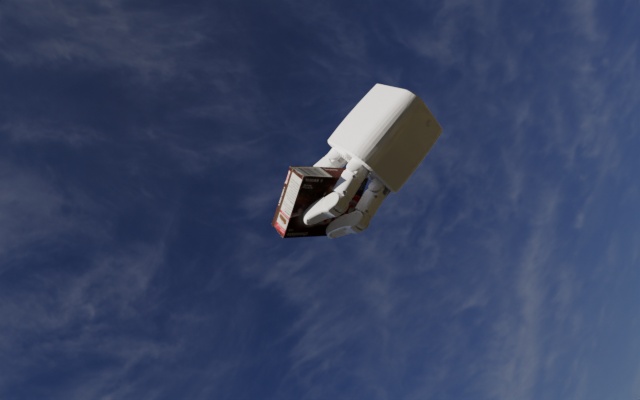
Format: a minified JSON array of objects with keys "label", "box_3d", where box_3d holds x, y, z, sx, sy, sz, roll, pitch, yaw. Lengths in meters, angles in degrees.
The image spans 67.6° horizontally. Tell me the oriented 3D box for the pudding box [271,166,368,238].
[{"label":"pudding box","box_3d":[0.000,0.002,0.632,0.113,0.090,0.039,1,27,-37]}]
